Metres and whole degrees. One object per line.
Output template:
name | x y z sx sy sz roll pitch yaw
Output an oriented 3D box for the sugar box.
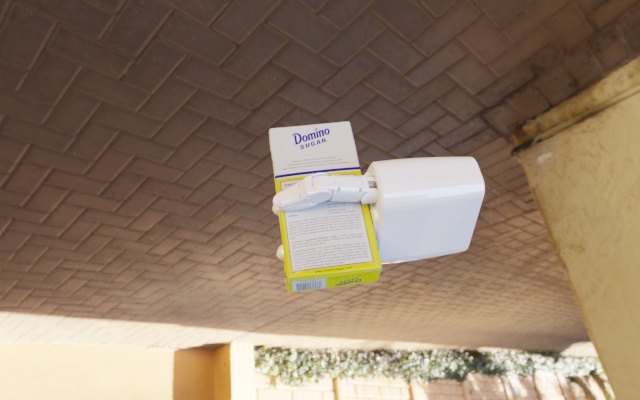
sugar box | 0.000 0.002 0.501 0.093 0.176 0.048 -6 -31 -6
